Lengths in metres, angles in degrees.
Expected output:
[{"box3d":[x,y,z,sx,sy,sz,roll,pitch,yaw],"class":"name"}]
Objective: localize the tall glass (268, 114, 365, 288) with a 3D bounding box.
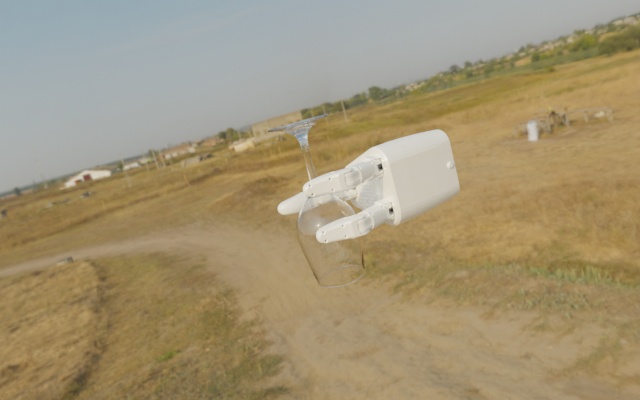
[{"box3d":[0.000,0.001,0.581,0.079,0.201,0.079,-15,10,3],"class":"tall glass"}]
